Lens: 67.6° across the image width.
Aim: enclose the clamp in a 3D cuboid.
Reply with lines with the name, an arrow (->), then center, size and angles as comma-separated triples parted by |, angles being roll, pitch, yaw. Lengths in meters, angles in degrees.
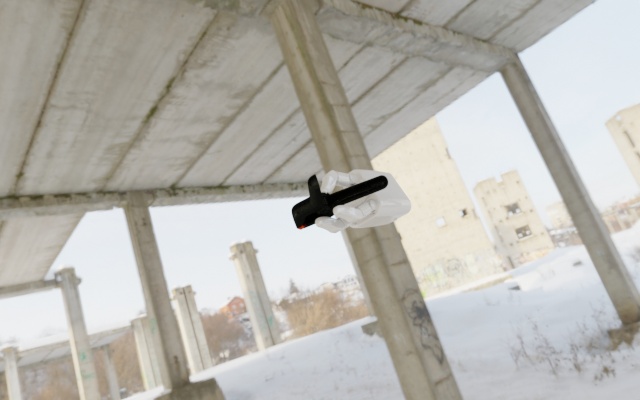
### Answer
clamp -> 0.000, 0.002, 0.877 | 0.164, 0.036, 0.210 | 3, -26, -40
